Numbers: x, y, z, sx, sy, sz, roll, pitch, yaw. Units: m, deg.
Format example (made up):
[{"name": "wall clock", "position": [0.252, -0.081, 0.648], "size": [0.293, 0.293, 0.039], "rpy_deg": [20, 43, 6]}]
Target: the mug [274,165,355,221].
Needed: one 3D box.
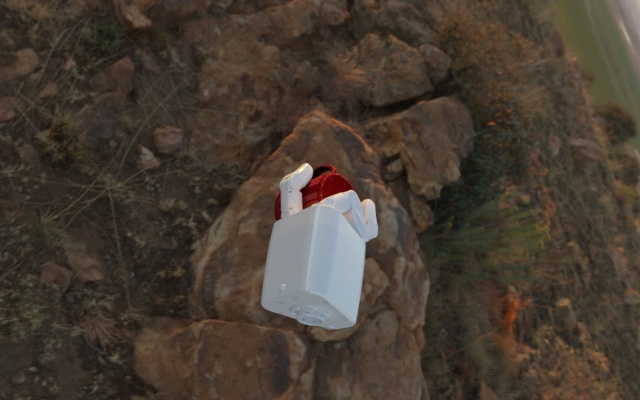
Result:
[{"name": "mug", "position": [0.000, 0.001, 0.655], "size": [0.081, 0.117, 0.093], "rpy_deg": [-22, -43, 39]}]
